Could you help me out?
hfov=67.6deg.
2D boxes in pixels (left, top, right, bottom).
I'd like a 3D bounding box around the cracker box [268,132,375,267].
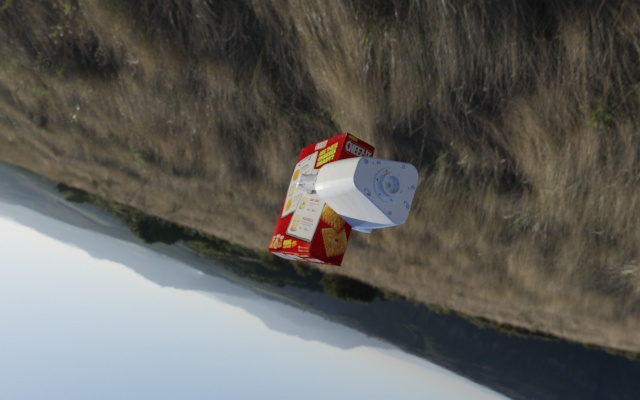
[{"bbox_3d":[0.000,0.003,0.841,0.072,0.213,0.164,25,-16,-26],"label":"cracker box"}]
